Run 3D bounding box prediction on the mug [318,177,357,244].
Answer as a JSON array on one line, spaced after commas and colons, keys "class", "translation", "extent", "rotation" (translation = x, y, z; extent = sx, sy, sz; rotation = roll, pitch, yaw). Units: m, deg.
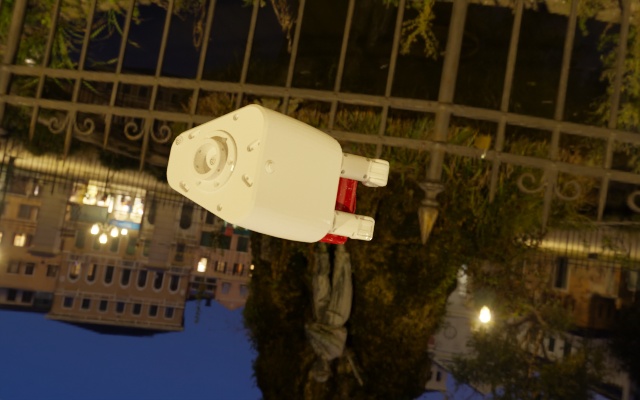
[{"class": "mug", "translation": [0.001, 0.002, 0.511], "extent": [0.093, 0.081, 0.117], "rotation": [6, -7, 35]}]
